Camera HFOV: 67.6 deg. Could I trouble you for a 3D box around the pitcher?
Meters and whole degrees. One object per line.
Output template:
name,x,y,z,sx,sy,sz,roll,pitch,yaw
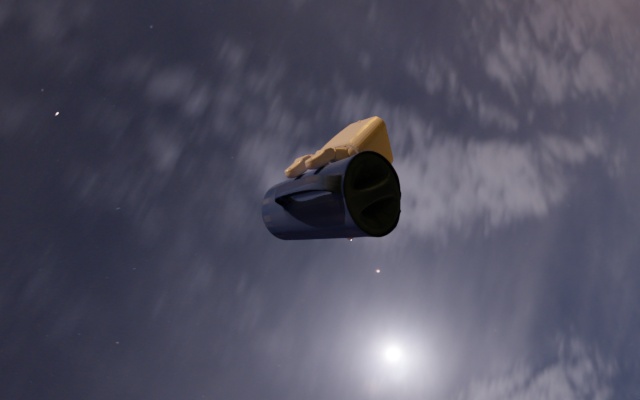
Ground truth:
pitcher,0.000,0.003,0.802,0.243,0.149,0.145,-12,27,47
